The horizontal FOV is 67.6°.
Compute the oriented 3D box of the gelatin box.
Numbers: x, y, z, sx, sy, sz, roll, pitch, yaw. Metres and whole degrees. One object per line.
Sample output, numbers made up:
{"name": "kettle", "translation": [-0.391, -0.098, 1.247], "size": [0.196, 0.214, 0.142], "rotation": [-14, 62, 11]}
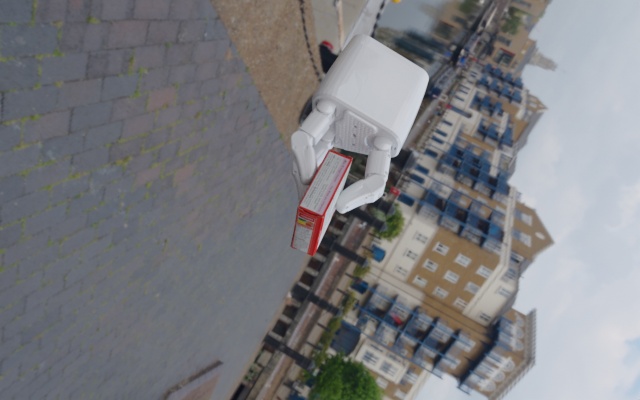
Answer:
{"name": "gelatin box", "translation": [0.000, 0.002, 0.500], "size": [0.030, 0.089, 0.073], "rotation": [22, -37, 6]}
